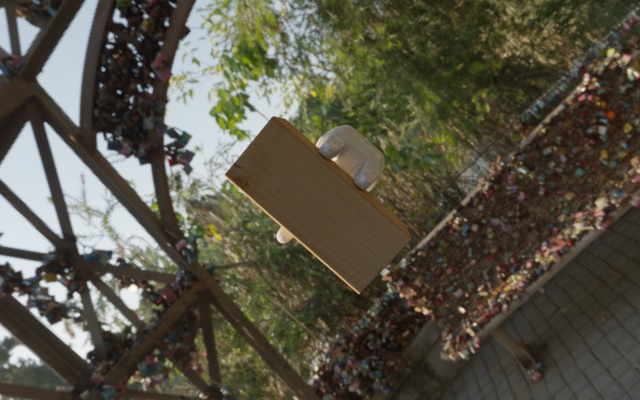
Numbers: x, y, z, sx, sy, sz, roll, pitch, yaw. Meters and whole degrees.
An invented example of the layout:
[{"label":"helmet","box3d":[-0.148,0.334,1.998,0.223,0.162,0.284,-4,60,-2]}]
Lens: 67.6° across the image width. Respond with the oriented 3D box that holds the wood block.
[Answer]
[{"label":"wood block","box3d":[0.000,0.002,0.576,0.206,0.091,0.090,41,10,-1]}]
